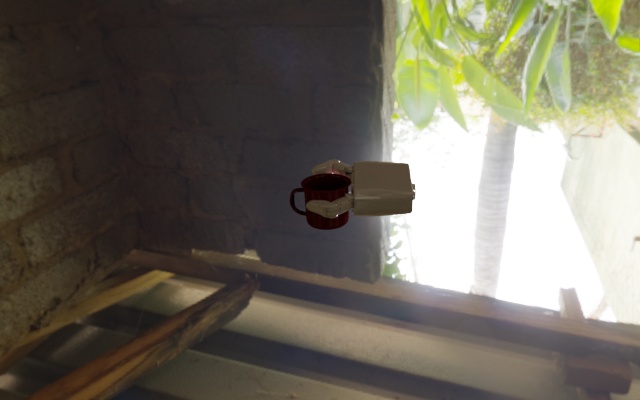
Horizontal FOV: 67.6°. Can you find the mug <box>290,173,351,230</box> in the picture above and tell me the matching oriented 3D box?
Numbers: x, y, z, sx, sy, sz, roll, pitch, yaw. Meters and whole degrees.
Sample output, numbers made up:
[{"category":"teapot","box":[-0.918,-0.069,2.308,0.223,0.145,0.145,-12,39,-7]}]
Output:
[{"category":"mug","box":[-0.001,0.003,0.897,0.117,0.081,0.093,-1,24,5]}]
